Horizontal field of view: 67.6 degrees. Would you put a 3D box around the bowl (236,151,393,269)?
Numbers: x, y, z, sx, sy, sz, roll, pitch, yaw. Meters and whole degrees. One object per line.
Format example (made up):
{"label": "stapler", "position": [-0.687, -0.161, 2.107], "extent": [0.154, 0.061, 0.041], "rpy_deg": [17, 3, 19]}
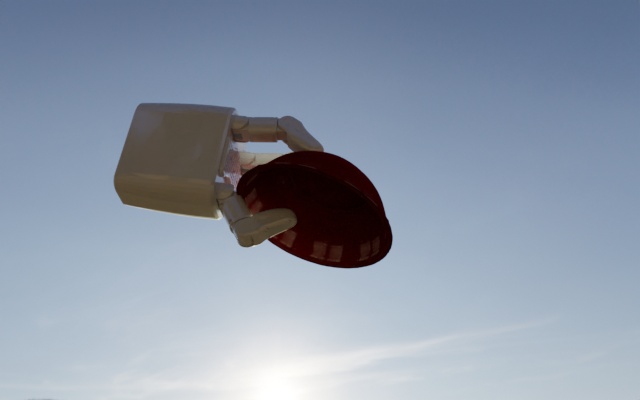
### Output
{"label": "bowl", "position": [0.001, 0.002, 0.481], "extent": [0.162, 0.055, 0.162], "rpy_deg": [16, -35, 12]}
